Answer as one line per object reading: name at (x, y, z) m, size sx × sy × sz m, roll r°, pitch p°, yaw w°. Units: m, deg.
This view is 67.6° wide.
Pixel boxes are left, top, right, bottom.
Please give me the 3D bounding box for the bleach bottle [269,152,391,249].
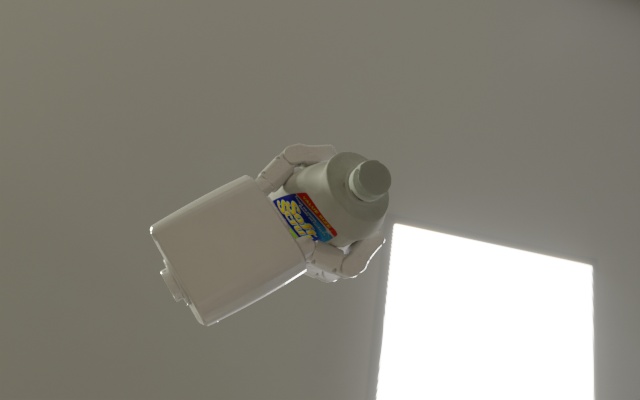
bleach bottle at (0.000, 0.002, 0.486) m, size 0.068 × 0.102 × 0.251 m, roll -29°, pitch -2°, yaw -22°
